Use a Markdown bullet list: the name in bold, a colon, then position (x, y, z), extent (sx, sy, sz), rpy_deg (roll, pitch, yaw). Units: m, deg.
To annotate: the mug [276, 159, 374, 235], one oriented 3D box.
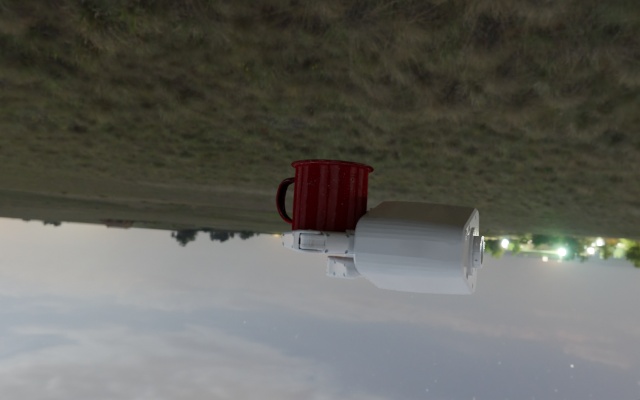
- **mug**: position (-0.001, 0.002, 0.537), extent (0.117, 0.081, 0.093), rpy_deg (2, -5, 27)
